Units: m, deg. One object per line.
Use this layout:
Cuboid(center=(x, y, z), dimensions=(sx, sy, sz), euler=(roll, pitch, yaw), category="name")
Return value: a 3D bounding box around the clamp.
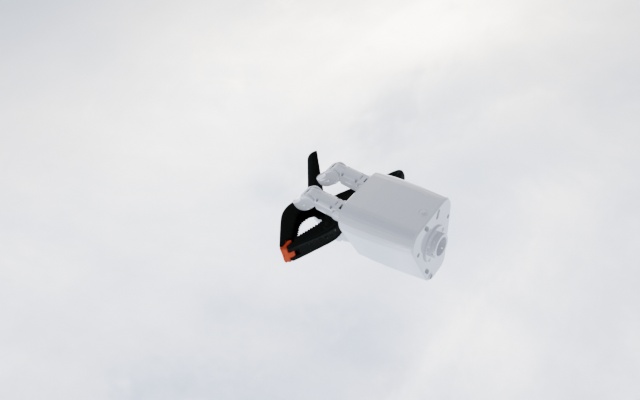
Cuboid(center=(0.000, 0.003, 0.688), dimensions=(0.164, 0.036, 0.210), euler=(22, 53, 35), category="clamp")
